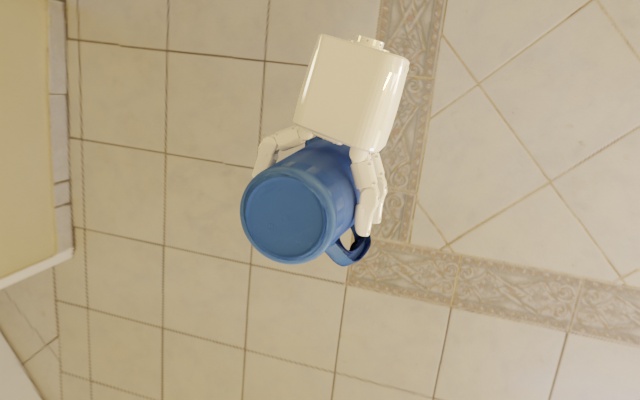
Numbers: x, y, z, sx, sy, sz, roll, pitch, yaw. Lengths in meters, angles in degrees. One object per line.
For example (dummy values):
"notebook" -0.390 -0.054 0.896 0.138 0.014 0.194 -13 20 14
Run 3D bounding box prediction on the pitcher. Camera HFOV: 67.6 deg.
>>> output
"pitcher" 0.000 0.002 0.604 0.149 0.145 0.242 21 17 10
